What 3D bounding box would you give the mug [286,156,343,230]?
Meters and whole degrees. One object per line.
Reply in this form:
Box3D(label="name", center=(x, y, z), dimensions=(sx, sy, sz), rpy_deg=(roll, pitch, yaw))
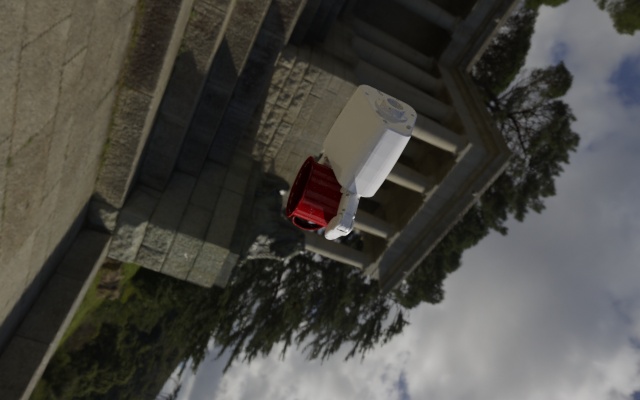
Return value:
Box3D(label="mug", center=(0.000, 0.003, 0.696), dimensions=(0.081, 0.117, 0.093), rpy_deg=(22, 36, -14))
